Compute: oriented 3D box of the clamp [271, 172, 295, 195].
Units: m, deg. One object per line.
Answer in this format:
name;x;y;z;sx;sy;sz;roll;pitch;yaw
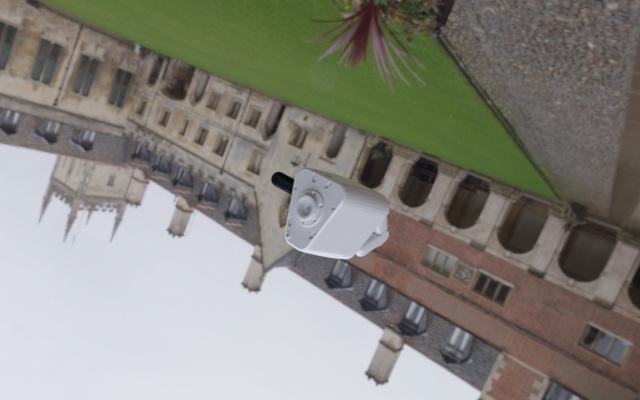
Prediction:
clamp;0.000;0.003;0.769;0.171;0.039;0.120;28;7;38
